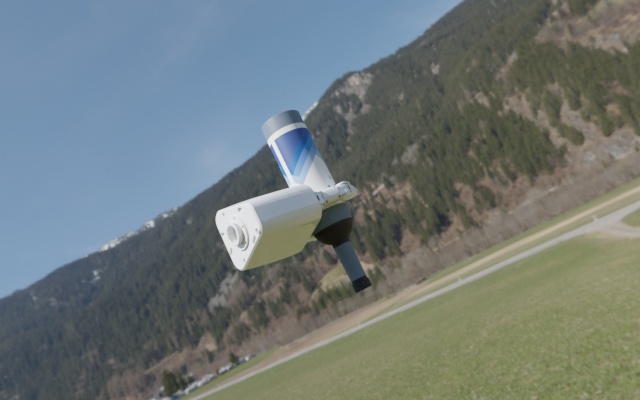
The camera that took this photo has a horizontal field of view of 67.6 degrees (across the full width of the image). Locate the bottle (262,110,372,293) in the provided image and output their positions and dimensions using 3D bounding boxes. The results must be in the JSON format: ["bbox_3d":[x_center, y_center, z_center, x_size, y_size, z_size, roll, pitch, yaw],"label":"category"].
[{"bbox_3d":[0.000,0.002,0.736,0.069,0.295,0.069,-25,-11,-5],"label":"bottle"}]
